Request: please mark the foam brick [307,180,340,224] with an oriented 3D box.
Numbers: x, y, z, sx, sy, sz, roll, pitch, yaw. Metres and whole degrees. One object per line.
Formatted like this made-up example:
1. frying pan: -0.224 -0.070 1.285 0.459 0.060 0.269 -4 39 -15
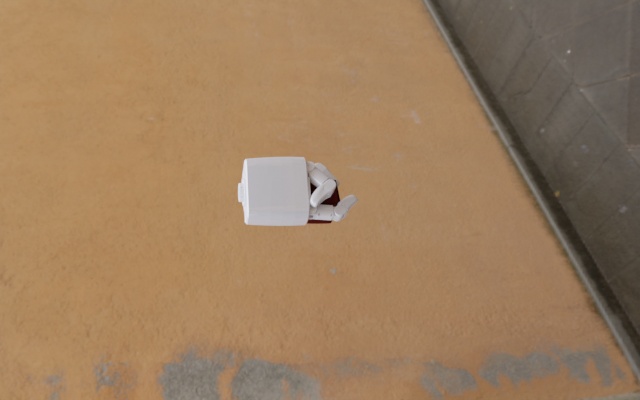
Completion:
1. foam brick: 0.000 0.003 0.884 0.051 0.053 0.078 -2 -31 -15
